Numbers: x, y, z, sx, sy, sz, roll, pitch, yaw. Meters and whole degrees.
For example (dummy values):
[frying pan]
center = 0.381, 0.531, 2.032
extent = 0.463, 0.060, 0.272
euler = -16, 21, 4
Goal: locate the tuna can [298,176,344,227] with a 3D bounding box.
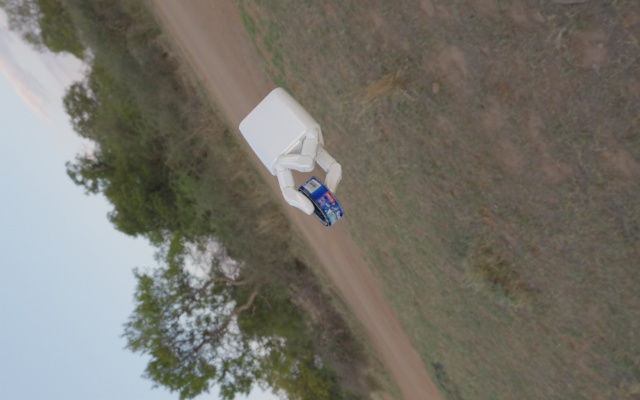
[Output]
[tuna can]
center = 0.000, 0.003, 0.808
extent = 0.033, 0.086, 0.086
euler = -39, 9, -11
